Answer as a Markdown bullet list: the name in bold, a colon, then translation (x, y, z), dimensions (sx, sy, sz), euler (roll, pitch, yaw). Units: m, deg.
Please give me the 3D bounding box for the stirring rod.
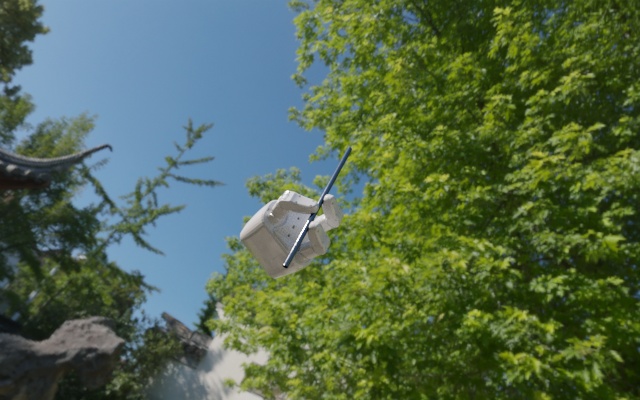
- **stirring rod**: translation (0.000, 0.002, 0.712), dimensions (0.011, 0.239, 0.011), euler (19, -36, 14)
